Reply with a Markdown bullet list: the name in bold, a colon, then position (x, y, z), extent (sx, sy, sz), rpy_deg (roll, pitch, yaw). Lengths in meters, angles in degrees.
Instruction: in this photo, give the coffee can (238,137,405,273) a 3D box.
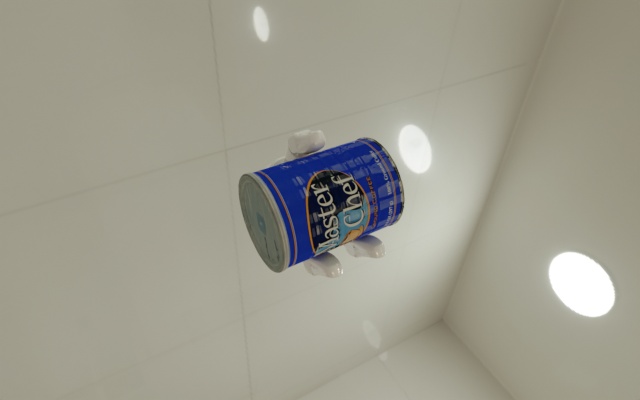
- **coffee can**: position (0.000, 0.002, 0.495), extent (0.140, 0.103, 0.103), rpy_deg (-20, 8, -24)
